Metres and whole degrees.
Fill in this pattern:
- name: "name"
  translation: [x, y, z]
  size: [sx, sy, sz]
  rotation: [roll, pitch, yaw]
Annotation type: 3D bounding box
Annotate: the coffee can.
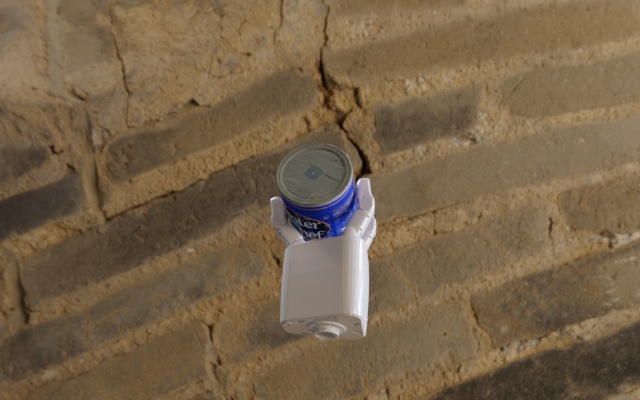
- name: "coffee can"
  translation: [0.000, 0.002, 0.682]
  size: [0.103, 0.102, 0.140]
  rotation: [0, -34, 9]
